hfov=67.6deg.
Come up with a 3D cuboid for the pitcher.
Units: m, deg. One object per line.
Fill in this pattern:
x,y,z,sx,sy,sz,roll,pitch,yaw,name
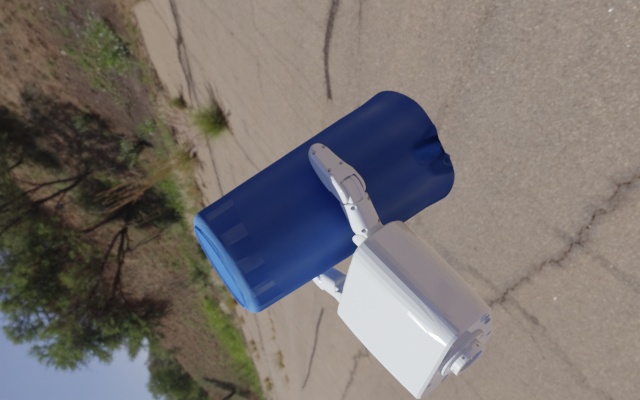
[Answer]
0.000,0.002,0.486,0.243,0.149,0.145,-32,57,-20,pitcher
